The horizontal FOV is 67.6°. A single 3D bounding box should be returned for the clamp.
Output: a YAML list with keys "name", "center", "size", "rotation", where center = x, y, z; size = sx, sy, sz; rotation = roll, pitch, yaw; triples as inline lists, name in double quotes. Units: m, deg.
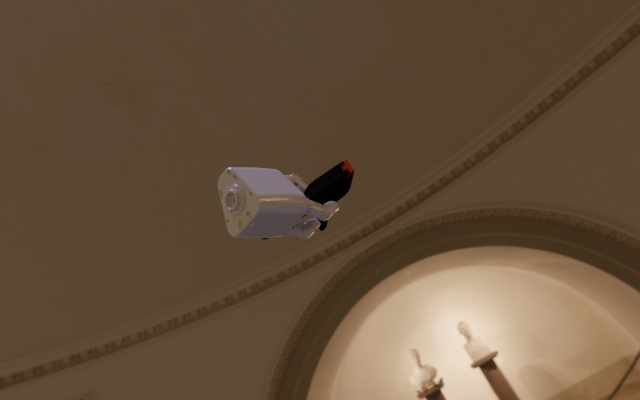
- name: "clamp"
  center: [0.000, 0.002, 0.888]
  size: [0.164, 0.036, 0.210]
  rotation: [0, -38, -50]
